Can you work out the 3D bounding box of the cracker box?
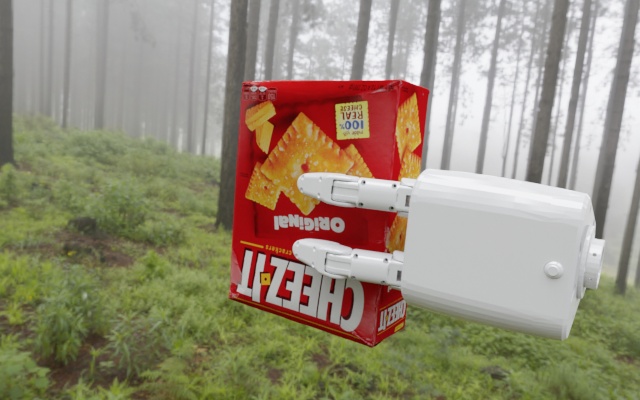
[{"bbox_3d":[0.000,0.001,0.432,0.164,0.214,0.072,10,8,33],"label":"cracker box"}]
